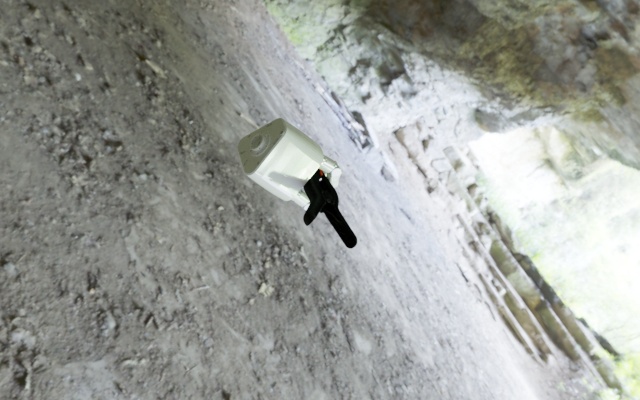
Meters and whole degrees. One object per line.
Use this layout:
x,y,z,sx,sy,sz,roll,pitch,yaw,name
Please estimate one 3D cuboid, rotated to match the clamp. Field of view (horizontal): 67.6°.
0.001,0.002,0.850,0.039,0.171,0.120,-39,-41,18,clamp
